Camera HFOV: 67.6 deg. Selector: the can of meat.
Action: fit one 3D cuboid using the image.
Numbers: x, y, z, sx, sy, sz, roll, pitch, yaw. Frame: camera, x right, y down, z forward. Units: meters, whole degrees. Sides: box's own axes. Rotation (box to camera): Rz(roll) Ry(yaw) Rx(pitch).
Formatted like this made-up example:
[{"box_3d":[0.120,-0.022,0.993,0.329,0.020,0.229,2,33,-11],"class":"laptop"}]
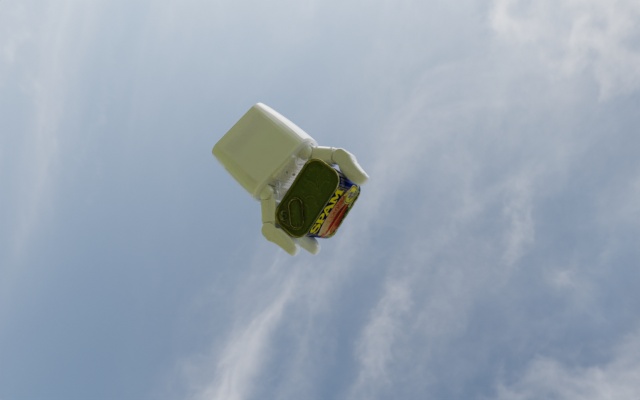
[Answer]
[{"box_3d":[0.000,0.002,0.637,0.057,0.102,0.084,38,11,26],"class":"can of meat"}]
